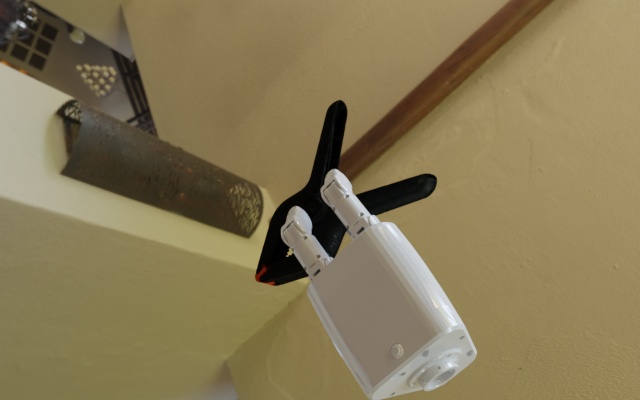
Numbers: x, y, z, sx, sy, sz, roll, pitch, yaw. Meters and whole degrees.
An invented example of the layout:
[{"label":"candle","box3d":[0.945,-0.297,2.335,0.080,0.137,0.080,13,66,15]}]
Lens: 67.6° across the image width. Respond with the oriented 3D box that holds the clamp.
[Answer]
[{"label":"clamp","box3d":[0.000,0.002,0.502,0.036,0.210,0.164,27,23,-47]}]
